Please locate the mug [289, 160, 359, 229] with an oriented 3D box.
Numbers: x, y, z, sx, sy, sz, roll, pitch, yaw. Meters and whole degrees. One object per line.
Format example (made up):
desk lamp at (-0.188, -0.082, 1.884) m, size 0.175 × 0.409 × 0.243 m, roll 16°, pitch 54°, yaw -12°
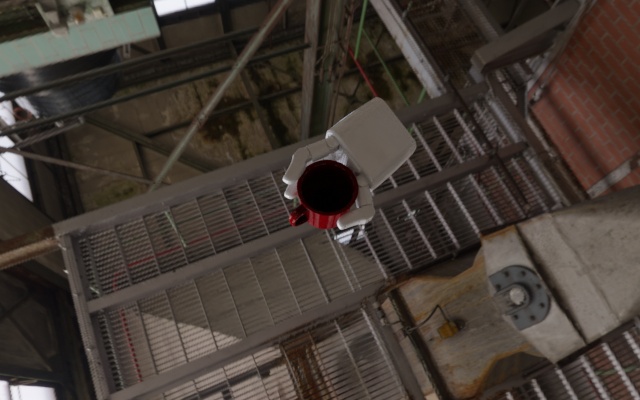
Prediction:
mug at (-0.001, 0.003, 0.748) m, size 0.117 × 0.093 × 0.081 m, roll -39°, pitch -16°, yaw -17°
